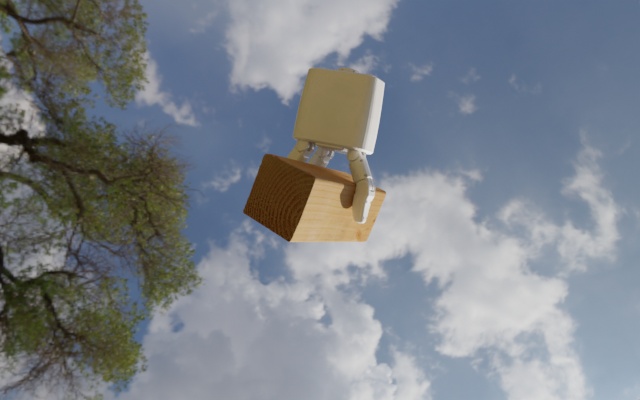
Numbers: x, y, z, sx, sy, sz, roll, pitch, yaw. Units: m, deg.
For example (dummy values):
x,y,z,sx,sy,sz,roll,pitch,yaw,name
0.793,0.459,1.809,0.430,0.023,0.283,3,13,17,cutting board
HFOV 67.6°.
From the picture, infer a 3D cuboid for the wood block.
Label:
x,y,z,sx,sy,sz,roll,pitch,yaw,name
0.001,0.002,0.691,0.091,0.090,0.206,28,11,32,wood block
